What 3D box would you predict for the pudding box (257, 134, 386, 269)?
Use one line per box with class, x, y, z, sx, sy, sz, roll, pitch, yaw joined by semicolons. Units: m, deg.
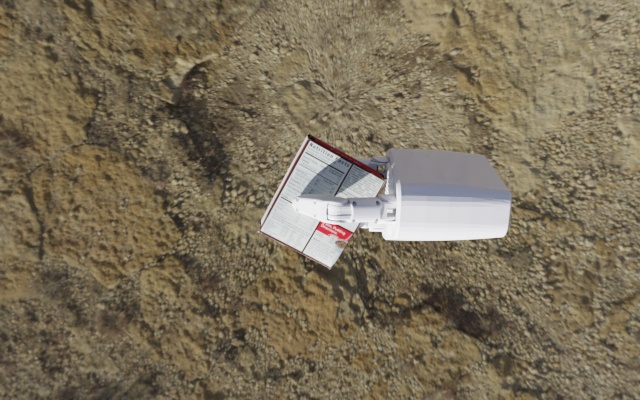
pudding box;0.000;0.002;0.491;0.090;0.113;0.039;29;10;-7
